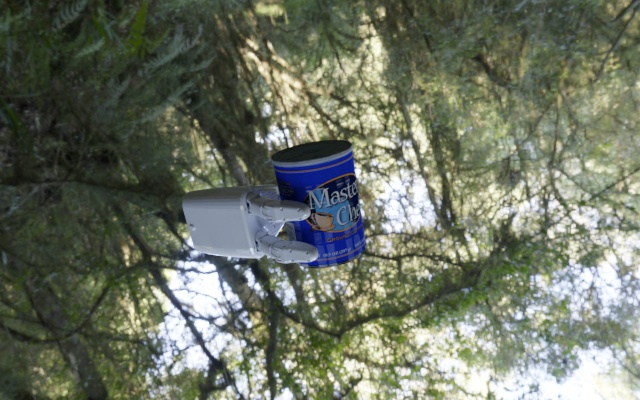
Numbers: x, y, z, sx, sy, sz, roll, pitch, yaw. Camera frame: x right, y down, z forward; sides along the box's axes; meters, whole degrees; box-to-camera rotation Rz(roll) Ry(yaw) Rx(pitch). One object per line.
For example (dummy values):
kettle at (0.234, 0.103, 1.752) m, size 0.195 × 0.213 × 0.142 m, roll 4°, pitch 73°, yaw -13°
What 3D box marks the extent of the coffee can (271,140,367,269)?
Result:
coffee can at (0.000, 0.002, 0.618) m, size 0.103 × 0.140 × 0.102 m, roll -9°, pitch 18°, yaw 3°
